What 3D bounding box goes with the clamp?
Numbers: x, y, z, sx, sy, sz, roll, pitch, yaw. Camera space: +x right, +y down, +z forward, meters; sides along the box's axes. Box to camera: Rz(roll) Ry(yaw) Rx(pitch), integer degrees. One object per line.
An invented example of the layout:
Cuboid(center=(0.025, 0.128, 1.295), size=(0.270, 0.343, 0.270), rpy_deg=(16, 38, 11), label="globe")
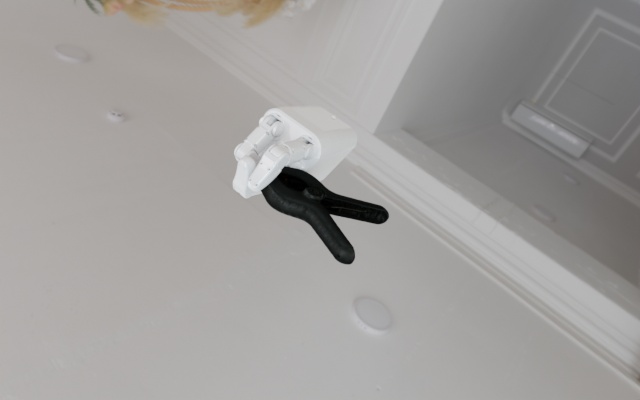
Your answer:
Cuboid(center=(0.000, 0.002, 0.579), size=(0.171, 0.039, 0.120), rpy_deg=(38, 31, 19), label="clamp")
